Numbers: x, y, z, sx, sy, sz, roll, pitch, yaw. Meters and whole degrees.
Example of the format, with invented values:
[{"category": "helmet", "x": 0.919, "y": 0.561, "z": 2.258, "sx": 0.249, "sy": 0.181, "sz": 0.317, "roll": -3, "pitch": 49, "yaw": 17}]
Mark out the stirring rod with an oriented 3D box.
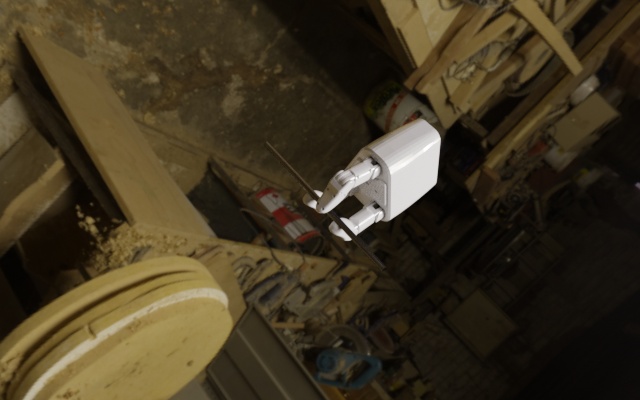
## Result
[{"category": "stirring rod", "x": 0.000, "y": 0.002, "z": 0.617, "sx": 0.239, "sy": 0.011, "sz": 0.011, "roll": 47, "pitch": 22, "yaw": 23}]
